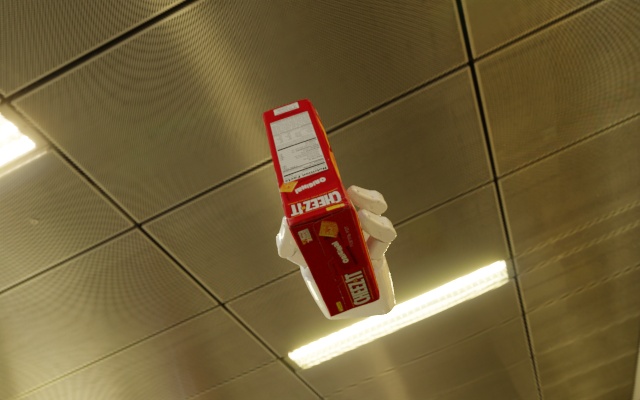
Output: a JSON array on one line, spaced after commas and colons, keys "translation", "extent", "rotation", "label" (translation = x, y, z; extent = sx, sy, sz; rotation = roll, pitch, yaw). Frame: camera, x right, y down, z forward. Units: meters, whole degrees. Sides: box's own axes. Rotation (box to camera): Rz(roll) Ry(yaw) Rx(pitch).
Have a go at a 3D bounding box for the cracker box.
[{"translation": [0.000, 0.002, 0.576], "extent": [0.072, 0.164, 0.213], "rotation": [-20, 43, 2], "label": "cracker box"}]
